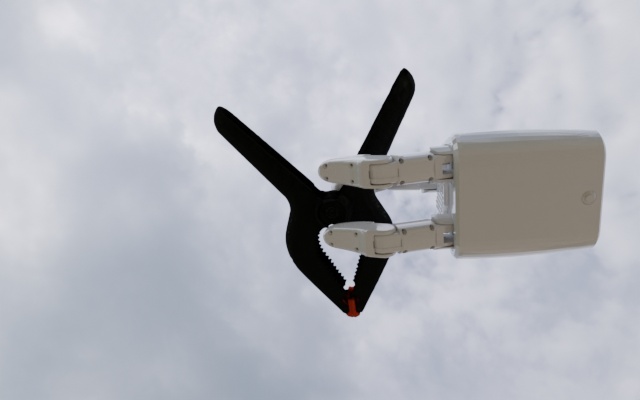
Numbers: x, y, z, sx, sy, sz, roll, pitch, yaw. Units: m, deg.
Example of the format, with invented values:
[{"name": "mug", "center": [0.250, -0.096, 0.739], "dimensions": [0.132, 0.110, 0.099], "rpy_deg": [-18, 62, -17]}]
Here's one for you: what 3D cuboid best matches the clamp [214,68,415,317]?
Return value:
[{"name": "clamp", "center": [0.000, 0.002, 0.410], "dimensions": [0.164, 0.210, 0.036], "rpy_deg": [-3, 17, 8]}]
